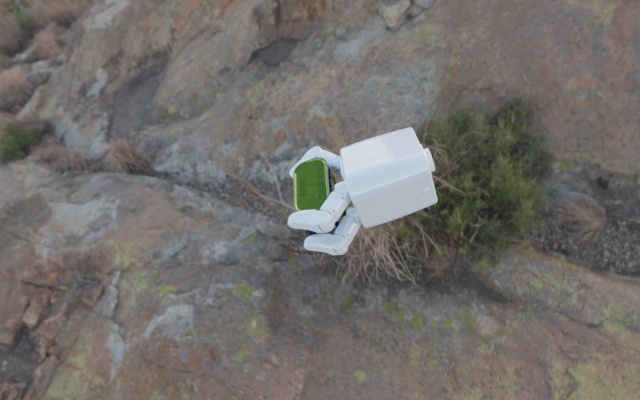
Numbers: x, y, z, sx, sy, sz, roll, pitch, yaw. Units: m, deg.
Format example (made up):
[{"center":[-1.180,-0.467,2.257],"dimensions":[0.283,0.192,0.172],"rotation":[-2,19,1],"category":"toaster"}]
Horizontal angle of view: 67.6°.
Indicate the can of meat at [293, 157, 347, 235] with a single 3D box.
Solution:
[{"center":[0.000,0.002,0.678],"dimensions":[0.057,0.102,0.084],"rotation":[-15,-40,12],"category":"can of meat"}]
